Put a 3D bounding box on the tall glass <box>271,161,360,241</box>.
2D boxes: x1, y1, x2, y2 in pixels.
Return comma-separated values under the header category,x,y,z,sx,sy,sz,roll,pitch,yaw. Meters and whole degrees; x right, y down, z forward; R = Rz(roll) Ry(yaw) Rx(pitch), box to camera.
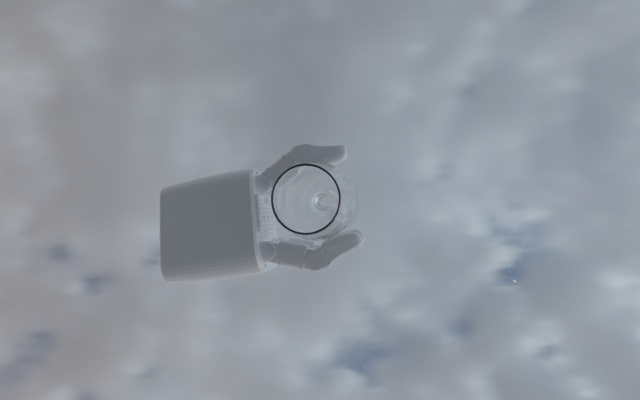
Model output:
category,x,y,z,sx,sy,sz,roll,pitch,yaw
tall glass,0.000,0.002,0.510,0.079,0.079,0.201,0,-2,7
